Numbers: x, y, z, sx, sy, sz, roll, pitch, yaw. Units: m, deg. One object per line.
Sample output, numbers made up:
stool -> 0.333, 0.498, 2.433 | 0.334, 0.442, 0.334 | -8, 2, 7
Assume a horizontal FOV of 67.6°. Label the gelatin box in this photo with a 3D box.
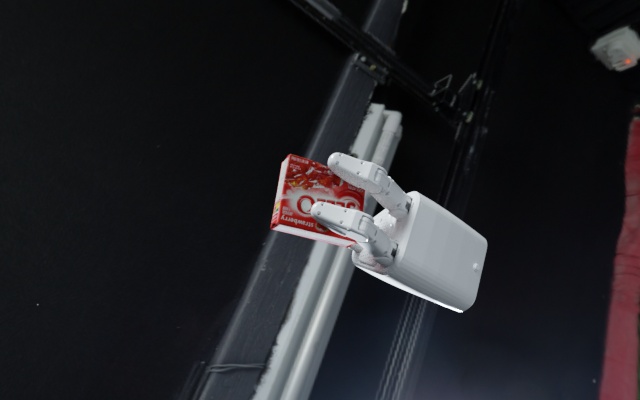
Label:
gelatin box -> 0.000, 0.002, 0.481 | 0.089, 0.073, 0.030 | 15, -20, -18
